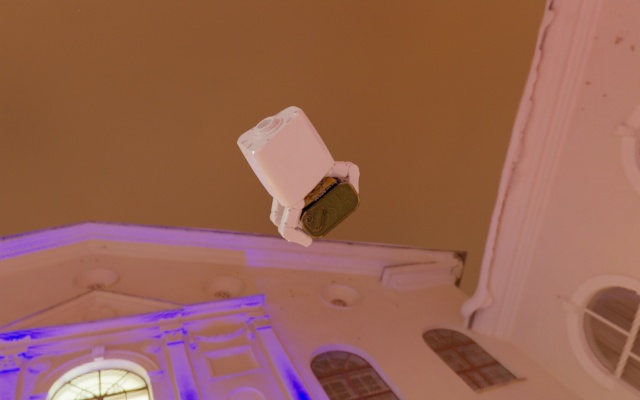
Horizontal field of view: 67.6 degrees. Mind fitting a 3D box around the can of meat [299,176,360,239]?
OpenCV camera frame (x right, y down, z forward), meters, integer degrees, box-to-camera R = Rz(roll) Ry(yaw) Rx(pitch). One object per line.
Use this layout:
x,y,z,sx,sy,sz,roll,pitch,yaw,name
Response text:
0.000,0.002,0.781,0.102,0.057,0.084,-40,32,-8,can of meat
